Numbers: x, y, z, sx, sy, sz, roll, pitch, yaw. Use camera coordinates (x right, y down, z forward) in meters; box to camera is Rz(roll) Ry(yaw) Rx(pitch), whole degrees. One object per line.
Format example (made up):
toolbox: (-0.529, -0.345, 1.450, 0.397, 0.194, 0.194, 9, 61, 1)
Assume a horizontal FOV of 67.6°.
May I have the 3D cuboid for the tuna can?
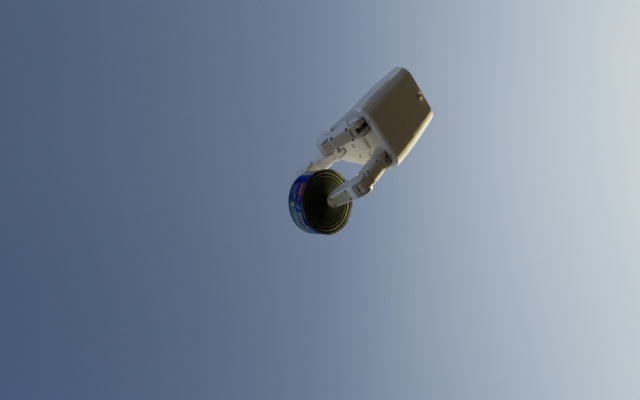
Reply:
tuna can: (0.000, 0.002, 0.629, 0.086, 0.086, 0.034, 0, -1, -40)
